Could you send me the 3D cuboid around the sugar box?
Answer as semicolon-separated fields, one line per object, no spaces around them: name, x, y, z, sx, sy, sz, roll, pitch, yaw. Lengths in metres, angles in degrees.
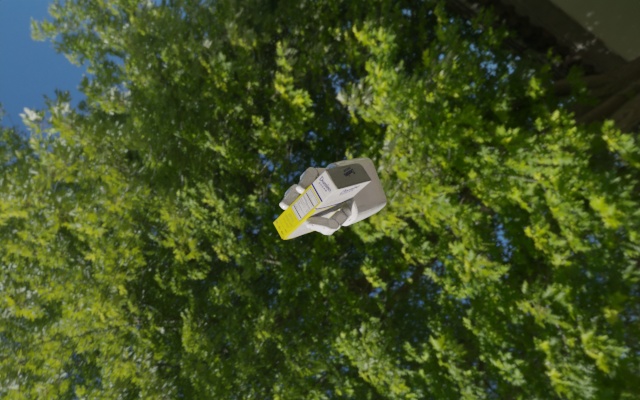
sugar box;0.000;0.002;0.841;0.093;0.048;0.176;-15;-23;-46
